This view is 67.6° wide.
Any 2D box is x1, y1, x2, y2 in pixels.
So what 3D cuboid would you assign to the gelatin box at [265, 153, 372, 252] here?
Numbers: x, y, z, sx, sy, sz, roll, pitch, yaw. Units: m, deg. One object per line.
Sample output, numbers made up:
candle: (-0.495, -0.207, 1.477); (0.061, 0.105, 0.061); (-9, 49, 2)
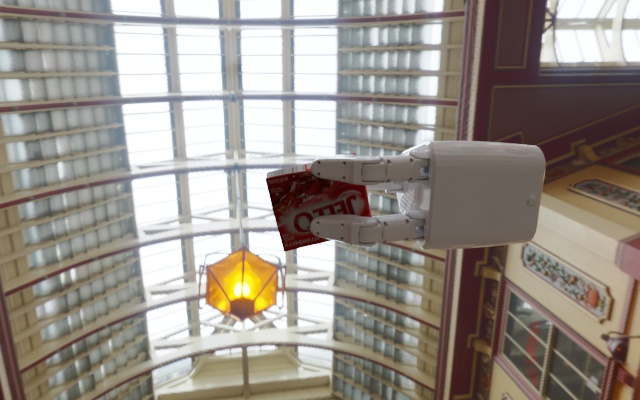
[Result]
gelatin box: (0.000, 0.001, 0.446); (0.089, 0.073, 0.030); (-12, 17, 1)
